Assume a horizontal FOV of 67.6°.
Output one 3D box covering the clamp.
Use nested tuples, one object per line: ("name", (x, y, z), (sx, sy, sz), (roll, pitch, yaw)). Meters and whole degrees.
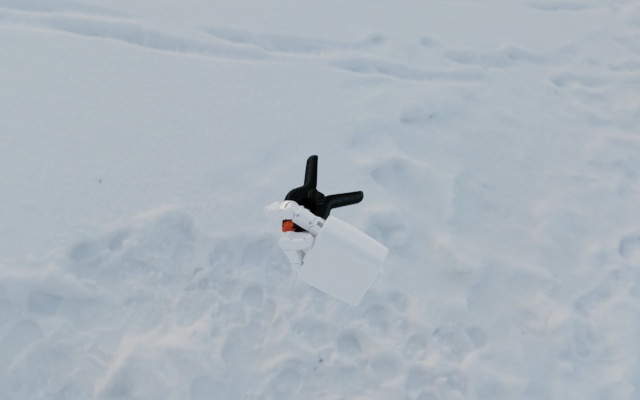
("clamp", (0.000, 0.002, 0.800), (0.120, 0.171, 0.039), (29, -40, 4))
